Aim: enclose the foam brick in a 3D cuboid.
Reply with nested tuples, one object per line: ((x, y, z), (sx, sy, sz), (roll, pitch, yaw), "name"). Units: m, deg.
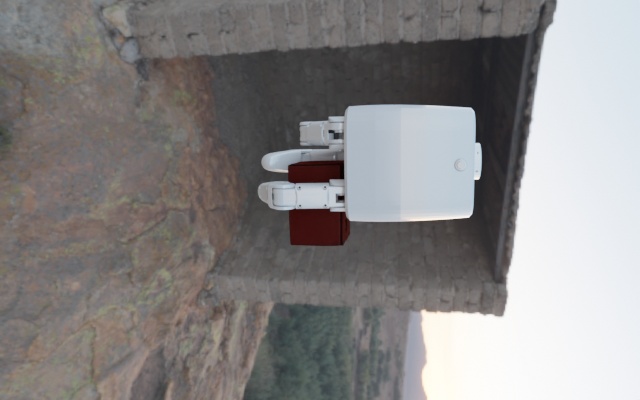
((0.000, 0.002, 0.458), (0.051, 0.078, 0.053), (0, 8, 10), "foam brick")
